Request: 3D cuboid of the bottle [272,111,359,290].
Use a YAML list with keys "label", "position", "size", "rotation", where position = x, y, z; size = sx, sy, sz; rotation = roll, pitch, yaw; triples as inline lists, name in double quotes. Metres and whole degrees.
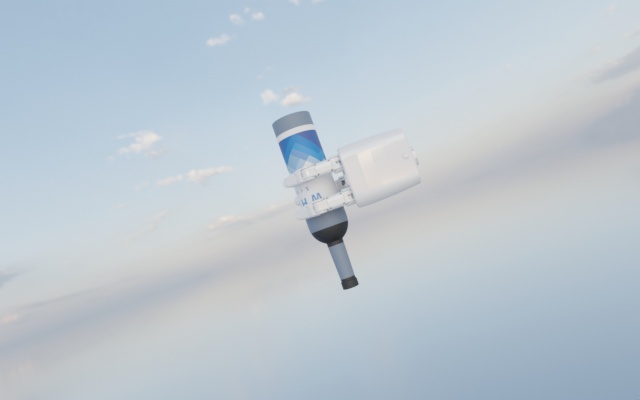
- label: "bottle"
  position: [0.000, 0.002, 0.783]
  size: [0.069, 0.295, 0.069]
  rotation: [-20, -4, -1]
